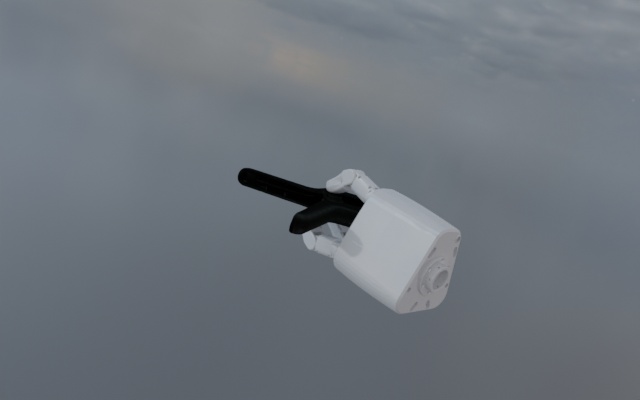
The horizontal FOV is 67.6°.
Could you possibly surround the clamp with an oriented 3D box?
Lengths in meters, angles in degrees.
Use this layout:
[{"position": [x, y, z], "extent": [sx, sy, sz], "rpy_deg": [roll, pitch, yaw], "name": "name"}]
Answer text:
[{"position": [0.001, 0.001, 0.644], "extent": [0.210, 0.036, 0.164], "rpy_deg": [5, 22, -43], "name": "clamp"}]
